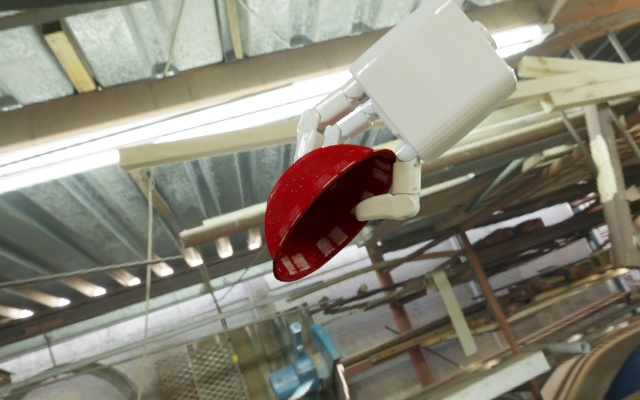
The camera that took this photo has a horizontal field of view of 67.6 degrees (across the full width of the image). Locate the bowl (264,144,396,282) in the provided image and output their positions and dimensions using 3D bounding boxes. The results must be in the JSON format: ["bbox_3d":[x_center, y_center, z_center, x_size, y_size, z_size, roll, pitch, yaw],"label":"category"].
[{"bbox_3d":[-0.001,0.002,0.458,0.055,0.162,0.162,42,18,22],"label":"bowl"}]
